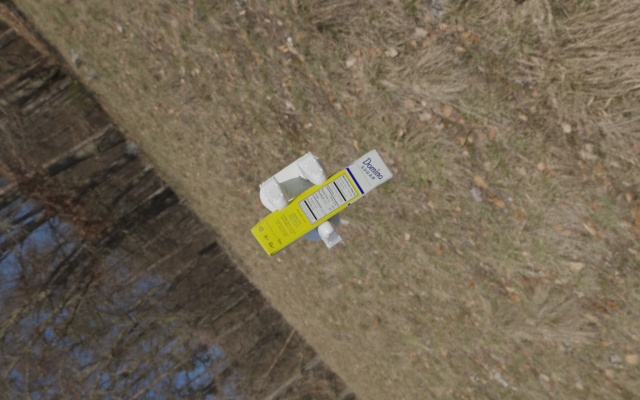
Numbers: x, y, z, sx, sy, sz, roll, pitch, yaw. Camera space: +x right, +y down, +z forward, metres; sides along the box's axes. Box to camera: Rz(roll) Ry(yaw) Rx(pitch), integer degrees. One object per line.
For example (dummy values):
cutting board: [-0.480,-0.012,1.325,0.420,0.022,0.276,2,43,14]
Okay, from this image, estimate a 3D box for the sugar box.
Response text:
sugar box: [0.000,0.002,0.599,0.176,0.048,0.093,-35,3,-3]
